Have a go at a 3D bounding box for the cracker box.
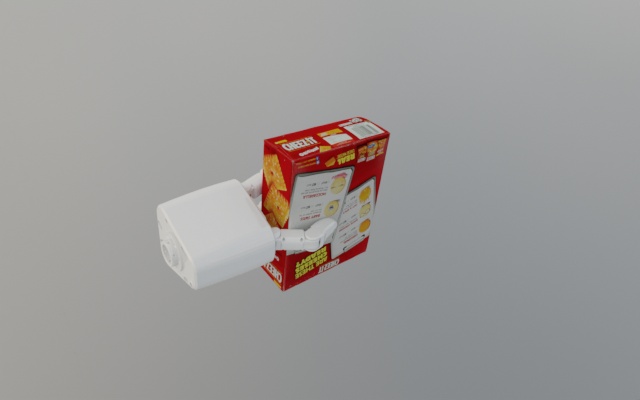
[{"bbox_3d":[0.000,0.002,0.668,0.164,0.214,0.072,-21,44,-33],"label":"cracker box"}]
